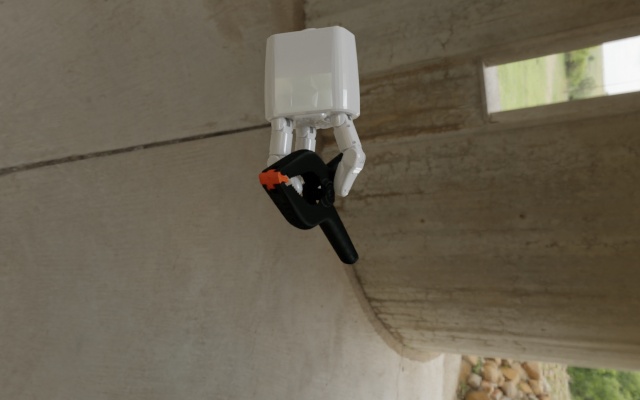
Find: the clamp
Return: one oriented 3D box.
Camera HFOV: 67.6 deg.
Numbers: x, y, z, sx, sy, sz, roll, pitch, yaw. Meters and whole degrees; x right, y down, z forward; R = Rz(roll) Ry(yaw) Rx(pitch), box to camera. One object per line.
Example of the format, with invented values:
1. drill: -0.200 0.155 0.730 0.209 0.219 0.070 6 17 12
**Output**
1. clamp: 0.001 0.002 0.588 0.036 0.164 0.210 -3 -4 31
